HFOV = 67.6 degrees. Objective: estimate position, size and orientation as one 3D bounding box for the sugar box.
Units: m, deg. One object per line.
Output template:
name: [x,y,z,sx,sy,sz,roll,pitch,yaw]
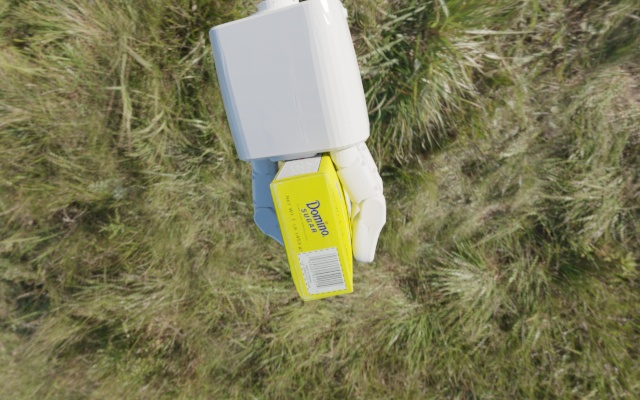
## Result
sugar box: [0.001,0.001,0.410,0.048,0.093,0.176,-10,17,9]
